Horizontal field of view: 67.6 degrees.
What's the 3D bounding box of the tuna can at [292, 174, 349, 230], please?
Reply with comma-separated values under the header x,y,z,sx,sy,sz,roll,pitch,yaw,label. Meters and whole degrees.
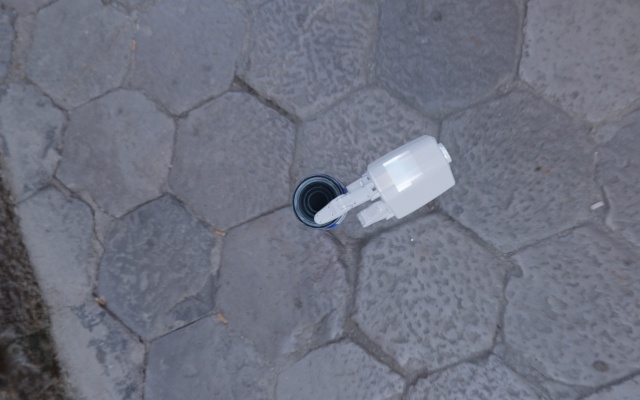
x,y,z,sx,sy,sz,roll,pitch,yaw,label
0.000,0.002,0.728,0.086,0.086,0.034,0,-2,16,tuna can
